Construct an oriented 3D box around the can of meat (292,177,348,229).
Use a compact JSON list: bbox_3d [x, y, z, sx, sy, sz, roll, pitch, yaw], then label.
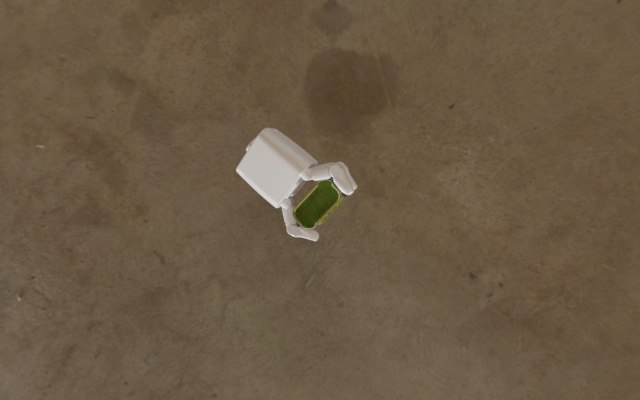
[{"bbox_3d":[0.000,0.003,0.881,0.057,0.102,0.084,44,11,3],"label":"can of meat"}]
